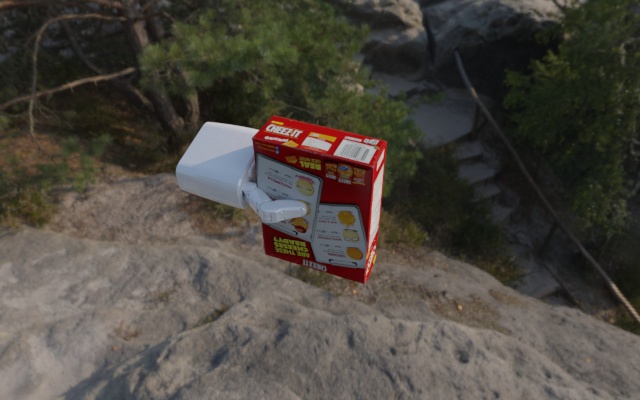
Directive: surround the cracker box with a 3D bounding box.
[{"bbox_3d":[0.000,0.002,0.664,0.164,0.214,0.072,15,43,17],"label":"cracker box"}]
